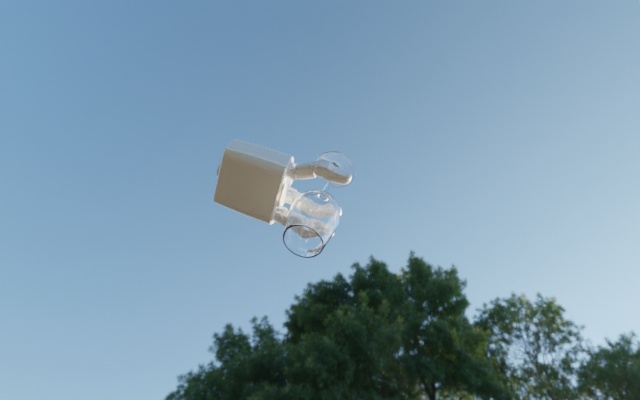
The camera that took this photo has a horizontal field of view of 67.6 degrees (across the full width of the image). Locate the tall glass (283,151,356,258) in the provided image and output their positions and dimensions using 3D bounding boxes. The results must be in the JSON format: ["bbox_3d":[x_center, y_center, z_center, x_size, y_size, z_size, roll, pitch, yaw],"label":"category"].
[{"bbox_3d":[0.000,0.002,0.761,0.079,0.079,0.201,0,35,18],"label":"tall glass"}]
